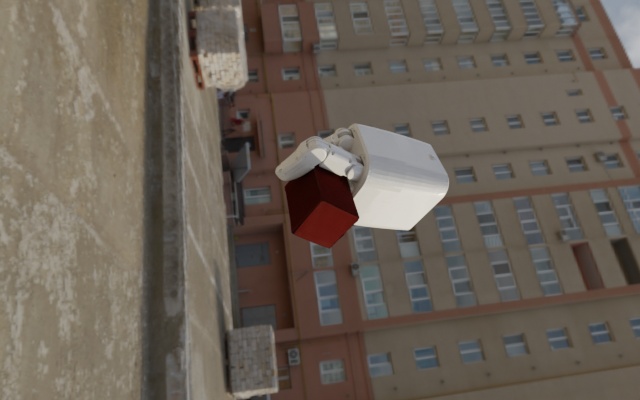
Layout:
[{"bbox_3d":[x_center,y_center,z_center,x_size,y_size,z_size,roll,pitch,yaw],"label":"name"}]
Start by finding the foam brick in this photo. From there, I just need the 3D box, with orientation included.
[{"bbox_3d":[0.000,0.002,0.508,0.051,0.053,0.078,27,31,-29],"label":"foam brick"}]
